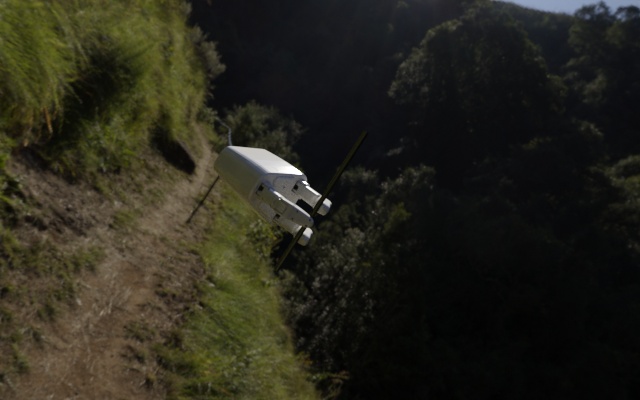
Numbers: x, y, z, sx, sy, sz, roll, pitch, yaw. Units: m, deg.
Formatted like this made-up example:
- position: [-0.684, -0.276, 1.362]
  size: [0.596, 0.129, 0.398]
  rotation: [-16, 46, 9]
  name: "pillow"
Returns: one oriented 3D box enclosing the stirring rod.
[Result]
- position: [0.000, 0.002, 0.694]
  size: [0.011, 0.239, 0.011]
  rotation: [33, 5, -3]
  name: "stirring rod"
